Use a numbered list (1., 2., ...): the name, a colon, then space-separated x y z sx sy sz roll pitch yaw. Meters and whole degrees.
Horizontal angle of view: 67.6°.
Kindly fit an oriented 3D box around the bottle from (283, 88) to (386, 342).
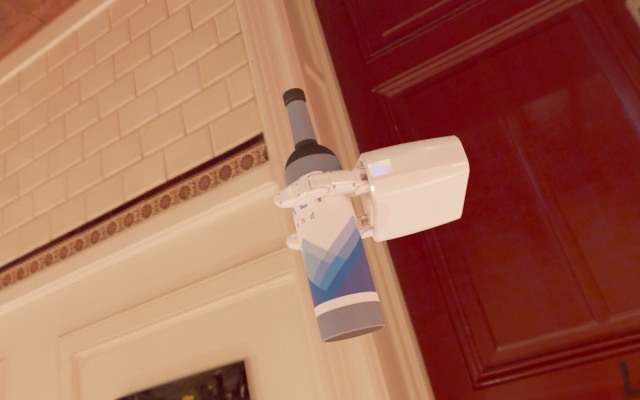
1. bottle: 0.000 0.002 0.533 0.069 0.295 0.069 -12 -22 -5
